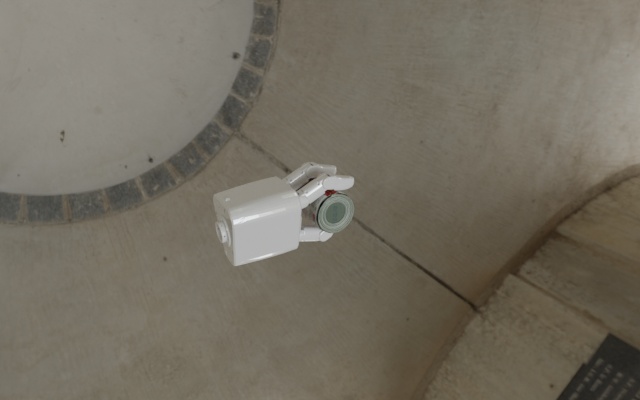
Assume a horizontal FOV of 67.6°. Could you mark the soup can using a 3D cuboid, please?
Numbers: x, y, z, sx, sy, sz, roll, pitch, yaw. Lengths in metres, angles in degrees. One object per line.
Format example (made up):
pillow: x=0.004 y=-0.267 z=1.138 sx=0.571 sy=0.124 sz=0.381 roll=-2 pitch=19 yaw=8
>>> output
soup can: x=0.001 y=0.003 z=0.770 sx=0.068 sy=0.068 sz=0.102 roll=0 pitch=21 yaw=-31
